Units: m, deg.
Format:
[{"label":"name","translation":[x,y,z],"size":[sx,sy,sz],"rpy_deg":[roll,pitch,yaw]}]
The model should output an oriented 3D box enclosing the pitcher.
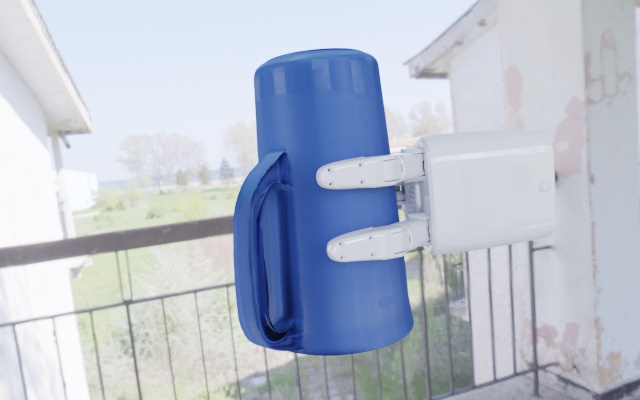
[{"label":"pitcher","translation":[0.000,0.001,0.412],"size":[0.145,0.243,0.149],"rpy_deg":[-6,5,-3]}]
